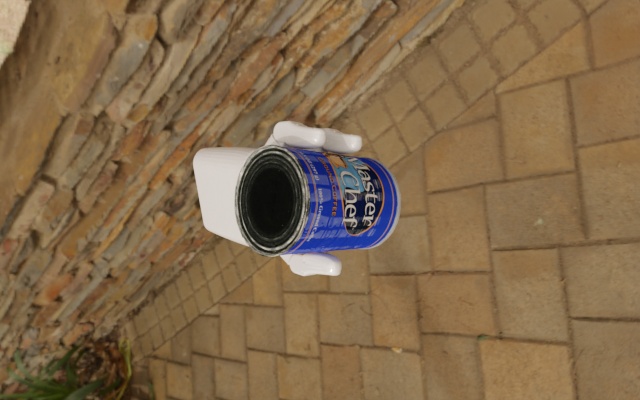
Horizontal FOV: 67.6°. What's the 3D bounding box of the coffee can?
[{"bbox_3d":[0.000,0.002,0.484,0.103,0.103,0.140,0,-1,43],"label":"coffee can"}]
